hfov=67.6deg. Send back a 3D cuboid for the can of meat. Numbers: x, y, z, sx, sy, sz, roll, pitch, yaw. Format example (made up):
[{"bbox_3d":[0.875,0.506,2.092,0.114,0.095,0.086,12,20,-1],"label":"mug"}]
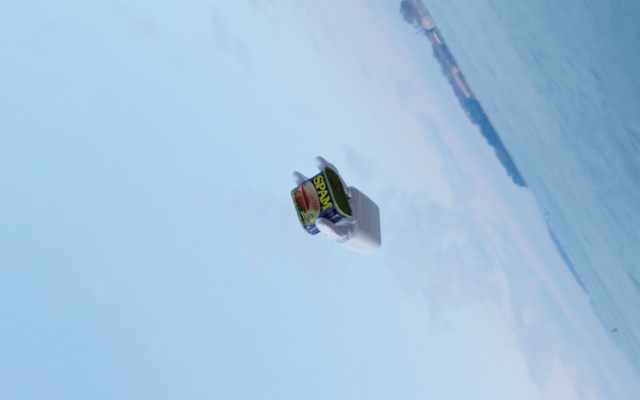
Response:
[{"bbox_3d":[0.000,0.003,0.879,0.084,0.102,0.057,-31,-30,22],"label":"can of meat"}]
